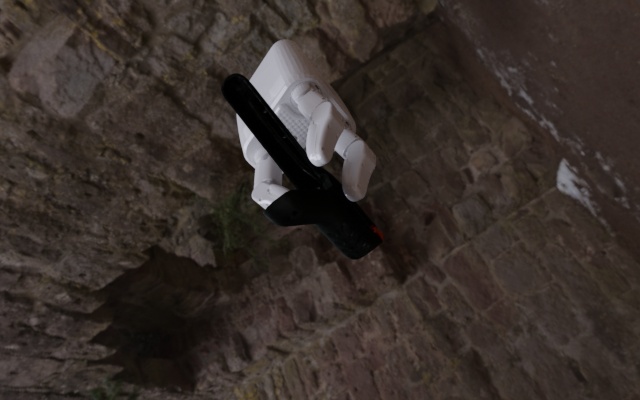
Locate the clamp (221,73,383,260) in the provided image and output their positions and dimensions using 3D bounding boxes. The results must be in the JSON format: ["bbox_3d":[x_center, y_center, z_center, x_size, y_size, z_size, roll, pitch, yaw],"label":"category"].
[{"bbox_3d":[0.000,0.002,0.403,0.036,0.164,0.210,-35,-50,12],"label":"clamp"}]
